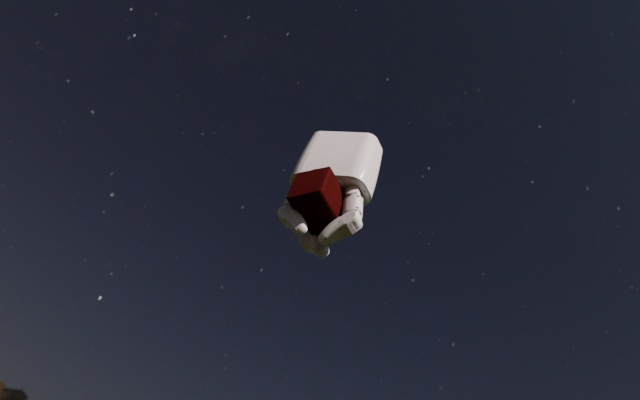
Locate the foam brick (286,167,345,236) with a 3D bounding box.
[{"bbox_3d":[0.000,0.002,0.637,0.053,0.051,0.078,-9,-49,29],"label":"foam brick"}]
